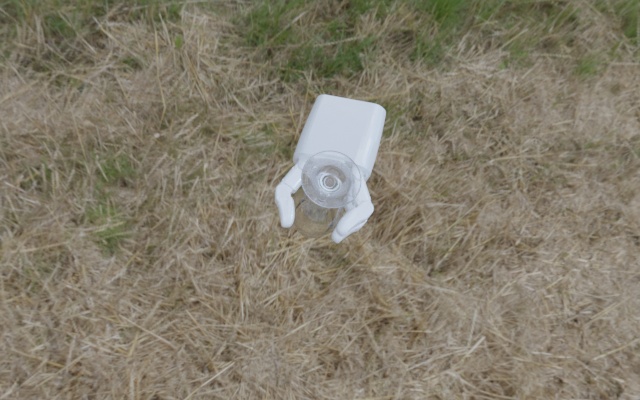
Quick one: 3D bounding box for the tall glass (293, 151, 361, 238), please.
[{"bbox_3d":[0.000,0.002,0.671,0.079,0.079,0.201,0,-17,-8],"label":"tall glass"}]
